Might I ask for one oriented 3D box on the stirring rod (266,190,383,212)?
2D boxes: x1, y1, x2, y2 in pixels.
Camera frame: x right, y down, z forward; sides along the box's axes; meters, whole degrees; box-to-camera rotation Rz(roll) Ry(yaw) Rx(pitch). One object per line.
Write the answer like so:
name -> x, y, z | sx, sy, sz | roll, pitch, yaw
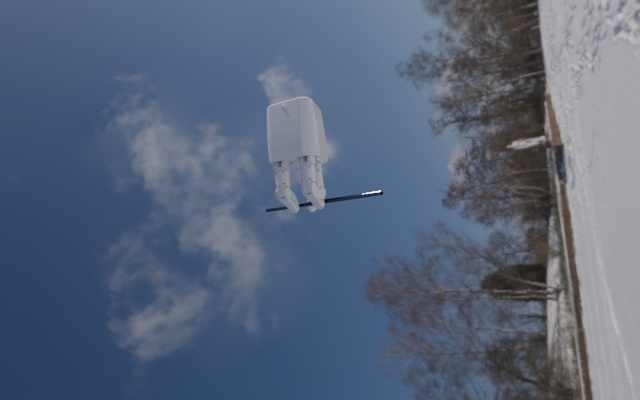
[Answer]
stirring rod -> 0.000, 0.003, 0.866 | 0.239, 0.011, 0.011 | -9, -4, 29
